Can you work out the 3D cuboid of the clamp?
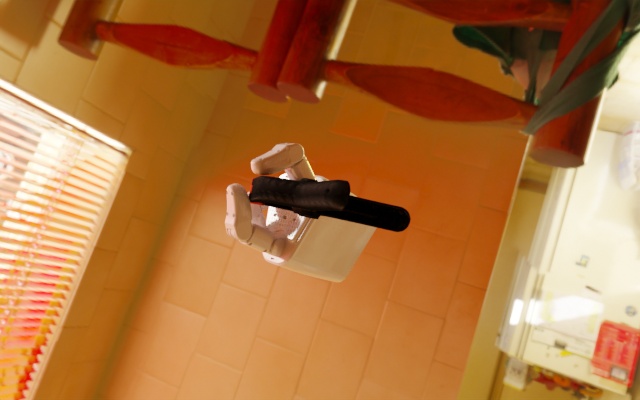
[{"bbox_3d":[0.000,0.002,0.470,0.120,0.039,0.171,27,-11,-41],"label":"clamp"}]
